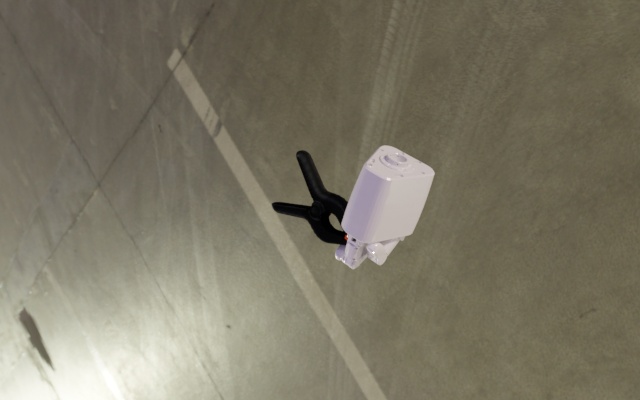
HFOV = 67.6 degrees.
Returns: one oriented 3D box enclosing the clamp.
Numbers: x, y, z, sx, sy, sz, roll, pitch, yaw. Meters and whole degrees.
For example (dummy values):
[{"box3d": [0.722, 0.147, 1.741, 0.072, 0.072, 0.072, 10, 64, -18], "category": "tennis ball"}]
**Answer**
[{"box3d": [0.000, 0.003, 0.751, 0.171, 0.120, 0.039, 32, 33, 25], "category": "clamp"}]
